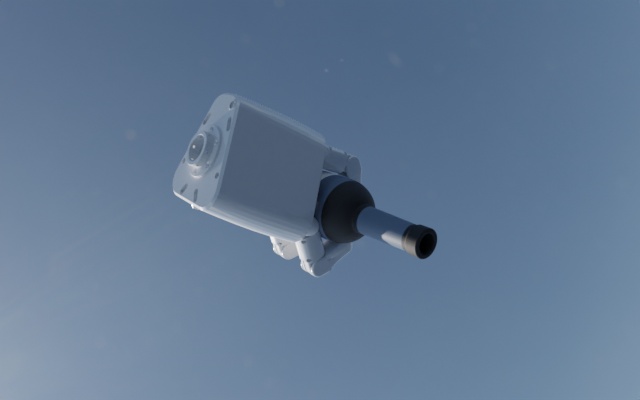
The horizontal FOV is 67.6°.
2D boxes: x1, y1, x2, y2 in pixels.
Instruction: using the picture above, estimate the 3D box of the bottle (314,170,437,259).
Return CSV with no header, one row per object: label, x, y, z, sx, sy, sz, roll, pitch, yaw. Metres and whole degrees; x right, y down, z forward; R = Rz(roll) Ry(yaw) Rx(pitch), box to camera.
bottle,0.000,0.002,0.510,0.069,0.069,0.295,0,14,-39
